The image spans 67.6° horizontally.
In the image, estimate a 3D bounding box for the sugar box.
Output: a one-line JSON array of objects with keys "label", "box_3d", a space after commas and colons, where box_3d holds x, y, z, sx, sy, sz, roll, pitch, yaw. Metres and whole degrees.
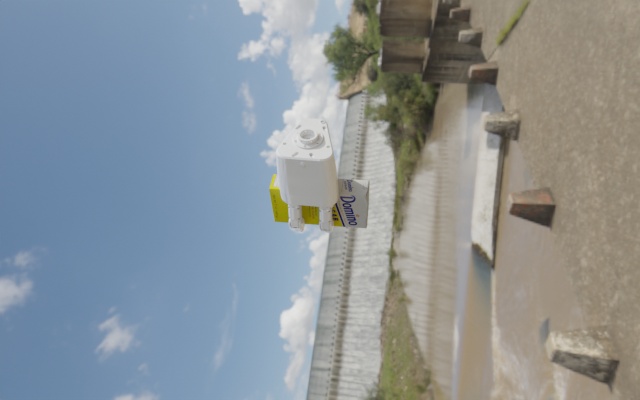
[{"label": "sugar box", "box_3d": [0.000, 0.003, 0.875, 0.176, 0.048, 0.093, 5, -43, 9]}]
